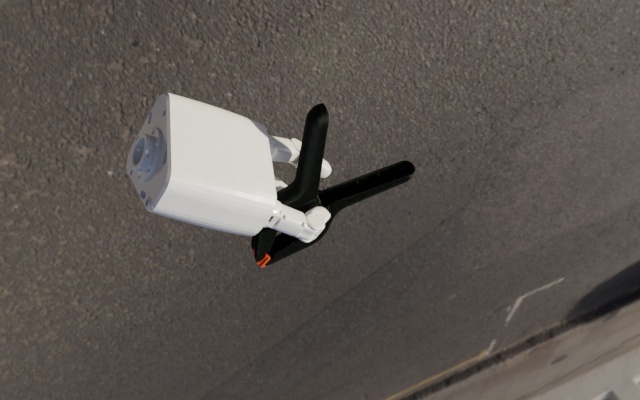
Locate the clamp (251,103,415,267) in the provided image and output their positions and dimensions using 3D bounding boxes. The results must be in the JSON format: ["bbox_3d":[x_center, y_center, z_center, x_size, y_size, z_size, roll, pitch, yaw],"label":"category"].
[{"bbox_3d":[0.000,0.003,0.540,0.164,0.210,0.036,18,33,-37],"label":"clamp"}]
